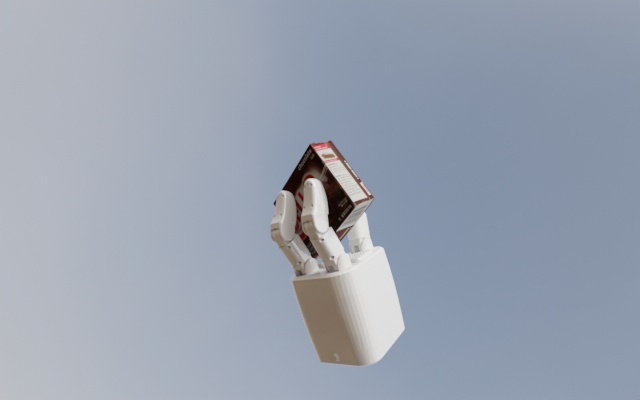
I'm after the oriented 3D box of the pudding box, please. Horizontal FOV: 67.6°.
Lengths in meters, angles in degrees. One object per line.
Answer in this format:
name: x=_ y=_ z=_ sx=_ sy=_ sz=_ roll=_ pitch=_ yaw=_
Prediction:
pudding box: x=0.000 y=0.002 z=0.548 sx=0.039 sy=0.090 sz=0.113 roll=-16 pitch=-28 yaw=-43
